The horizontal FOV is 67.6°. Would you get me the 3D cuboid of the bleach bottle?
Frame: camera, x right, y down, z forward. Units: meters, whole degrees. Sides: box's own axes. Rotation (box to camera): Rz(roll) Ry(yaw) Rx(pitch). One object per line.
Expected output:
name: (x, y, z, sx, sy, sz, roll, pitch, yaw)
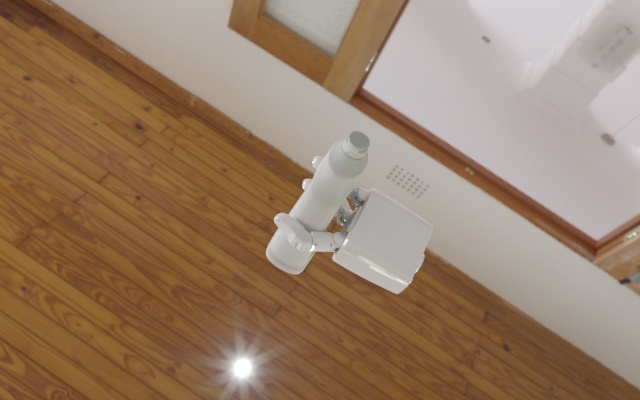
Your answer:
bleach bottle: (0.000, 0.002, 0.661, 0.068, 0.102, 0.251, 31, -41, -1)
